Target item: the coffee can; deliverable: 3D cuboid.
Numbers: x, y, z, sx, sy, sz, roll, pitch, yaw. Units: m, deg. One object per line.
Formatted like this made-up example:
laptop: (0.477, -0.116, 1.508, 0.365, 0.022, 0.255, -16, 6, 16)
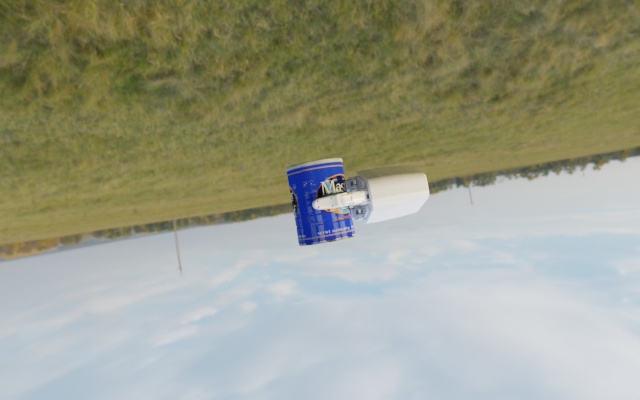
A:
coffee can: (0.000, 0.003, 0.851, 0.103, 0.140, 0.103, -10, -1, 0)
